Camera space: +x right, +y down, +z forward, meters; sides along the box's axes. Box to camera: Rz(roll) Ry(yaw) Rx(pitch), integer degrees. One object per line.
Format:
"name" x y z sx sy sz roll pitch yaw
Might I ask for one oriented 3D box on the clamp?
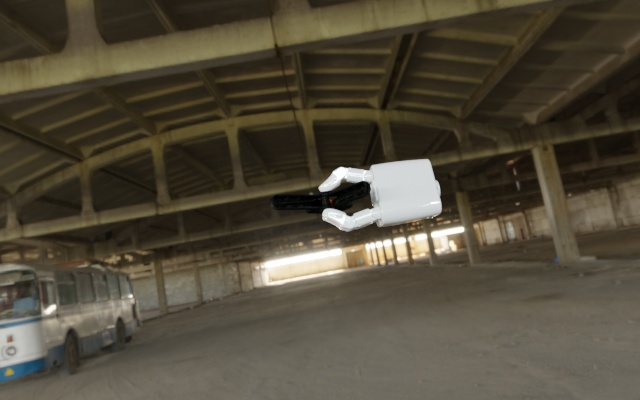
"clamp" 0.000 0.002 0.854 0.164 0.036 0.210 -7 -8 0
